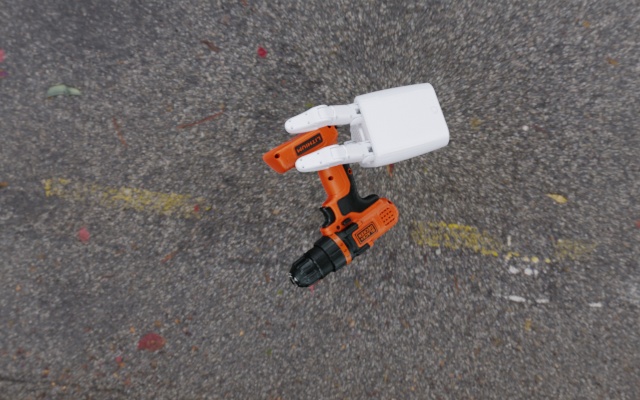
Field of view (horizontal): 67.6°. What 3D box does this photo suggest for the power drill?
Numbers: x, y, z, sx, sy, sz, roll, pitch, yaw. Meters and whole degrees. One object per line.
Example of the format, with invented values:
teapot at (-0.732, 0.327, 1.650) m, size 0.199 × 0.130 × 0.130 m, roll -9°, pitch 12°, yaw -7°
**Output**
power drill at (0.000, 0.002, 0.652) m, size 0.184 × 0.188 × 0.057 m, roll -35°, pitch 14°, yaw -22°
